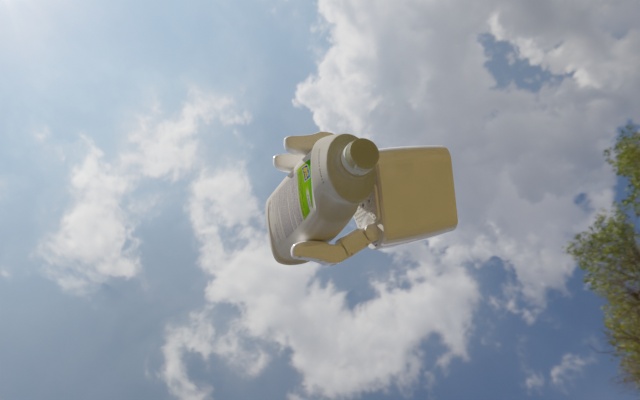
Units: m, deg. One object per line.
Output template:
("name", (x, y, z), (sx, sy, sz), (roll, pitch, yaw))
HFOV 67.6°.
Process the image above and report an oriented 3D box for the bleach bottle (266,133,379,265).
("bleach bottle", (0.000, 0.002, 0.526), (0.068, 0.102, 0.251), (-7, -14, -21))
